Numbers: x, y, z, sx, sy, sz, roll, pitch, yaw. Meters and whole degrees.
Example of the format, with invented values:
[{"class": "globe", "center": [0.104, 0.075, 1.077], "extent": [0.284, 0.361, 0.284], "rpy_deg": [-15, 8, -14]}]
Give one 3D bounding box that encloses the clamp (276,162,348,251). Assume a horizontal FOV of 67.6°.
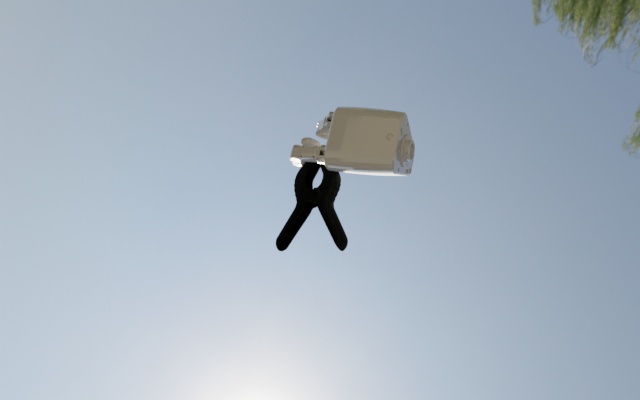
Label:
[{"class": "clamp", "center": [0.000, 0.002, 0.736], "extent": [0.120, 0.171, 0.039], "rpy_deg": [8, -12, 25]}]
